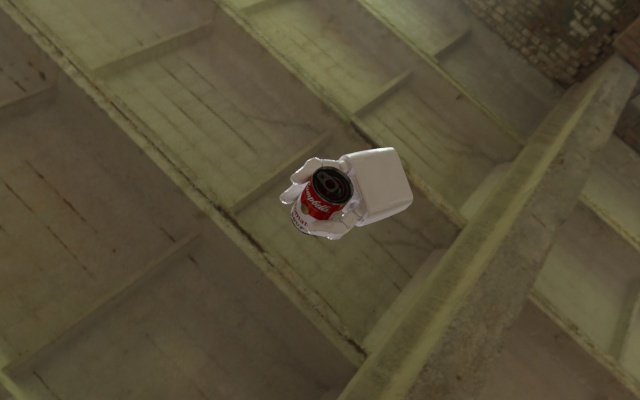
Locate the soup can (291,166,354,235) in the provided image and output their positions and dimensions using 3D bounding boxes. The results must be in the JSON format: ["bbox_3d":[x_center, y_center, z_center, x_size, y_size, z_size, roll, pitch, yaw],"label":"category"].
[{"bbox_3d":[0.000,0.003,0.747,0.068,0.068,0.102,0,-31,-26],"label":"soup can"}]
